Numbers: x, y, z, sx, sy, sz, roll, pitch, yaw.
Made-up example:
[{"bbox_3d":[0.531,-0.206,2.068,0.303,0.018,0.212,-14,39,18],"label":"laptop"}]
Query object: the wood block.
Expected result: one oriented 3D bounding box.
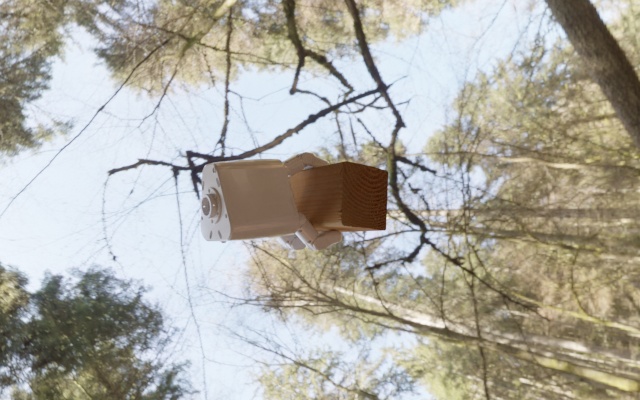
[{"bbox_3d":[0.000,0.002,0.746,0.090,0.091,0.206,9,-9,-38],"label":"wood block"}]
